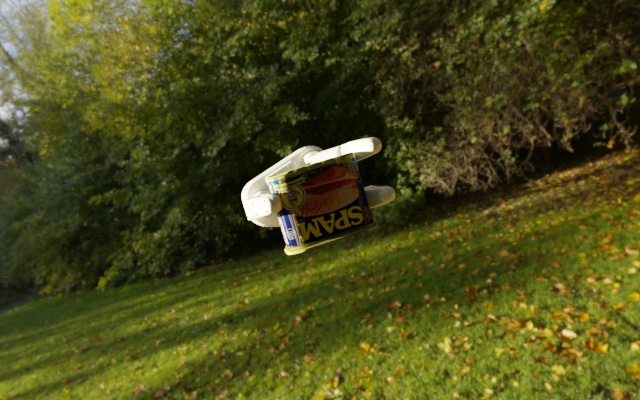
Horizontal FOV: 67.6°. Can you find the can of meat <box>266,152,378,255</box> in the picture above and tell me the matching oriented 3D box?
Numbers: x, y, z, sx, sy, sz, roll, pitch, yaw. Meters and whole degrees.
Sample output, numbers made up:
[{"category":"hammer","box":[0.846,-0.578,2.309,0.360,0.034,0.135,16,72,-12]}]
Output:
[{"category":"can of meat","box":[0.000,0.001,0.511,0.102,0.084,0.057,-17,4,-9]}]
